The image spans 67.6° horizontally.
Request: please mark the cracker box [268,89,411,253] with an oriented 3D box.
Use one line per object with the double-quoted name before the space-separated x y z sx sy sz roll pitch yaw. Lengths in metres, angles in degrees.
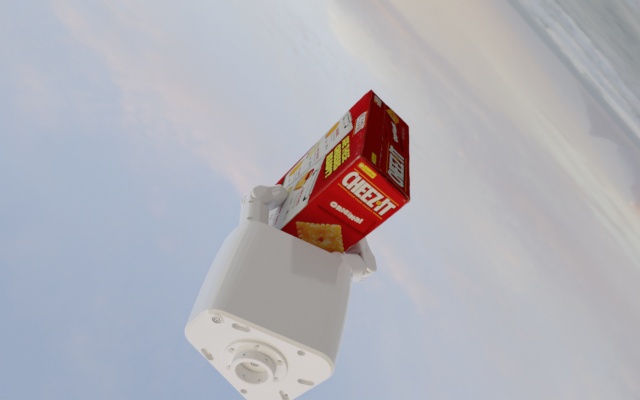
"cracker box" 0.000 0.002 0.519 0.214 0.072 0.164 -42 18 30
